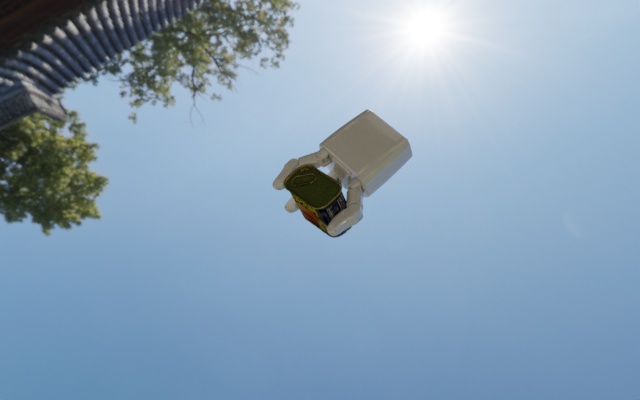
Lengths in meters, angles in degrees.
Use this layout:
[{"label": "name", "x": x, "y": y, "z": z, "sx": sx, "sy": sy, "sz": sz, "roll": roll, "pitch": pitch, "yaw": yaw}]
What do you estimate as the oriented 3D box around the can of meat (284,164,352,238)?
[{"label": "can of meat", "x": 0.000, "y": 0.003, "z": 0.753, "sx": 0.102, "sy": 0.057, "sz": 0.084, "roll": 34, "pitch": -19, "yaw": 41}]
